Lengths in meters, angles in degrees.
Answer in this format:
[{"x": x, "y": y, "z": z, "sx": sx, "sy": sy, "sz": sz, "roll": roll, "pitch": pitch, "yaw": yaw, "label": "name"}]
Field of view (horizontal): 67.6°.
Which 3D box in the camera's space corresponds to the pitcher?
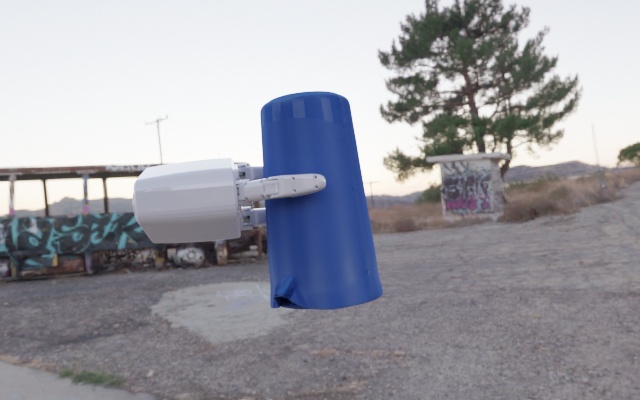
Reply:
[{"x": 0.000, "y": 0.002, "z": 0.573, "sx": 0.145, "sy": 0.243, "sz": 0.149, "roll": -6, "pitch": -1, "yaw": -8, "label": "pitcher"}]
